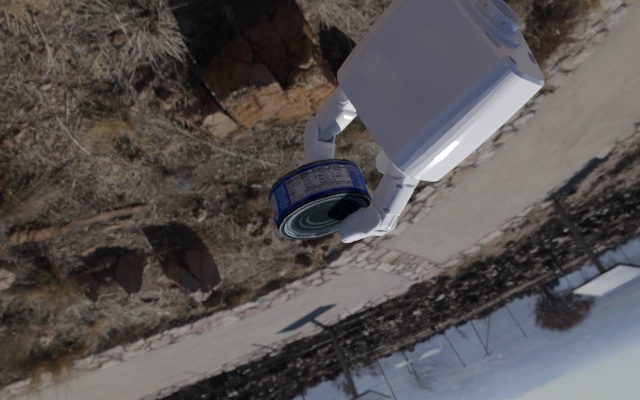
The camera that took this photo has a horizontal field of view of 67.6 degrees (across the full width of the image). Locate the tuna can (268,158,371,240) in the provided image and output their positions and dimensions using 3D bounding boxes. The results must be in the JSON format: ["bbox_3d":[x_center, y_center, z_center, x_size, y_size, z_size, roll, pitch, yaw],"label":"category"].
[{"bbox_3d":[0.000,0.002,0.414,0.086,0.033,0.086,-15,-25,-7],"label":"tuna can"}]
